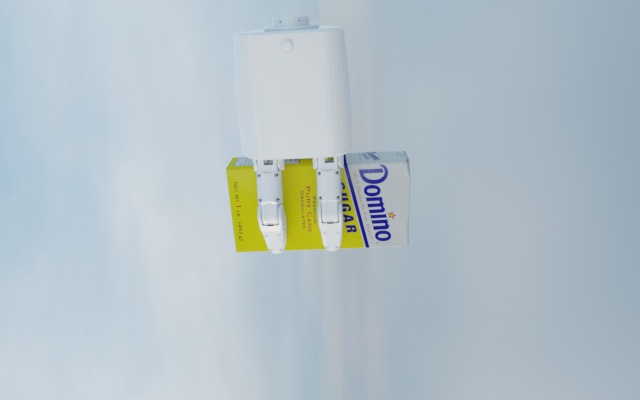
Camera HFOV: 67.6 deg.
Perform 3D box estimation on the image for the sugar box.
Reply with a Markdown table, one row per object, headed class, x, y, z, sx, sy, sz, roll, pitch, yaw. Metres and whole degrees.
| class | x | y | z | sx | sy | sz | roll | pitch | yaw |
| --- | --- | --- | --- | --- | --- | --- | --- | --- | --- |
| sugar box | 0.000 | 0.002 | 0.481 | 0.176 | 0.093 | 0.048 | -2 | 21 | 4 |
